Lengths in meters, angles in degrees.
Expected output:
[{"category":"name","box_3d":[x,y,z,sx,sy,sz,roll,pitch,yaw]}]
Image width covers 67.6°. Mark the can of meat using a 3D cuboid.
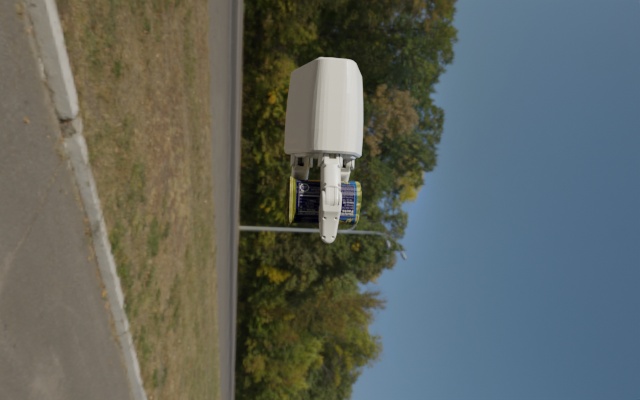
[{"category":"can of meat","box_3d":[0.000,0.002,0.594,0.084,0.057,0.102,2,0,-7]}]
